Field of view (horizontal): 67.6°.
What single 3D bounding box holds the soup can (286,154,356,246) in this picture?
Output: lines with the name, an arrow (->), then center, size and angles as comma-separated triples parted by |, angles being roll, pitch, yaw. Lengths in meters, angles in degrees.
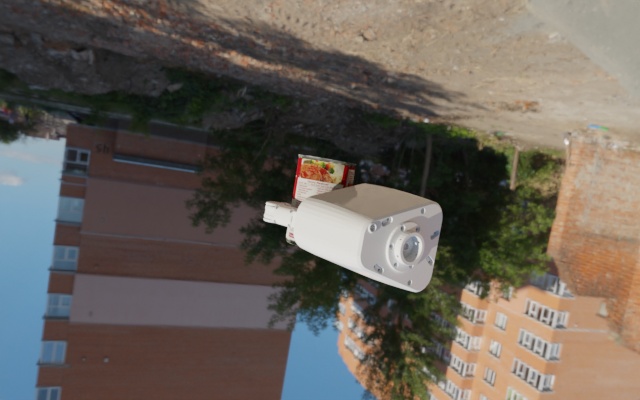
soup can -> 0.000, 0.002, 0.558 | 0.068, 0.102, 0.068 | 9, 4, -1
